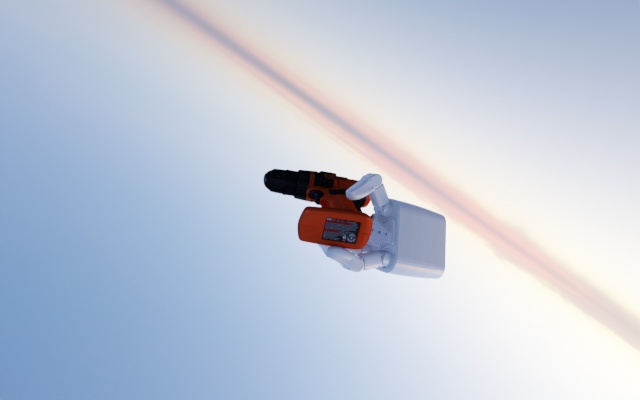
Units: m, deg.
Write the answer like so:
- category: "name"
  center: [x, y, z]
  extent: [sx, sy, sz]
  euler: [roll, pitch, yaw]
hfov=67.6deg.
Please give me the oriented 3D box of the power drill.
- category: "power drill"
  center: [0.000, 0.003, 0.741]
  extent: [0.184, 0.057, 0.187]
  euler: [7, 23, -7]
